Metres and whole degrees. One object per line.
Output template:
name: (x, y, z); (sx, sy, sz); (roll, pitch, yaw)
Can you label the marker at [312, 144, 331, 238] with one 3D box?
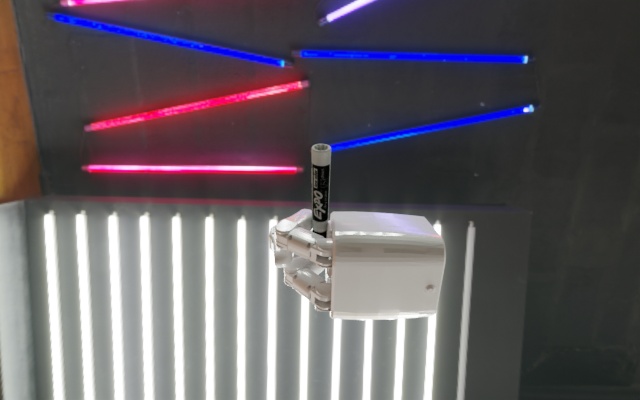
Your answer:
marker: (0.000, 0.002, 0.483); (0.020, 0.121, 0.020); (1, 31, 0)
